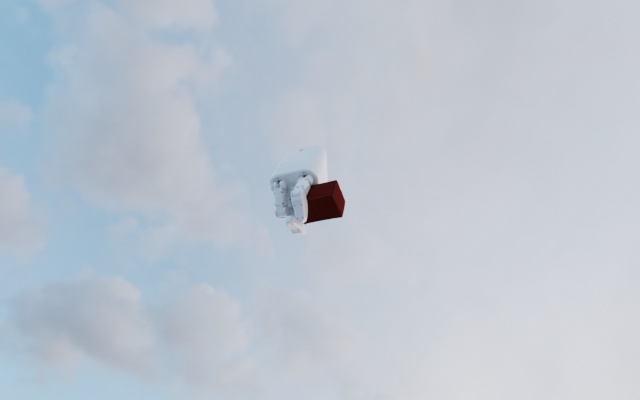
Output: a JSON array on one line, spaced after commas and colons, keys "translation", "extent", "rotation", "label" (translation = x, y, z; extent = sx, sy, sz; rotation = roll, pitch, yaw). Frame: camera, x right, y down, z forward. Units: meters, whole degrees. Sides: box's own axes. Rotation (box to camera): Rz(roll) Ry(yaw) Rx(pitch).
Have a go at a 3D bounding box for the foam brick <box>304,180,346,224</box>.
[{"translation": [0.000, 0.003, 0.877], "extent": [0.078, 0.053, 0.051], "rotation": [-11, 32, 21], "label": "foam brick"}]
